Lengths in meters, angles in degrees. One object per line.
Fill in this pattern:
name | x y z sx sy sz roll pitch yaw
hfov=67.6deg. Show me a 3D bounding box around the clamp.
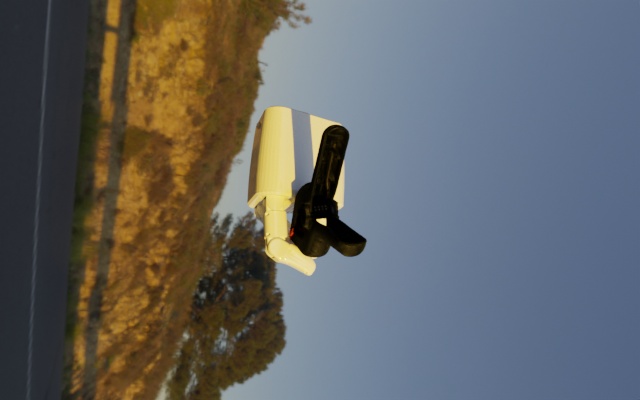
clamp | 0.001 0.002 0.479 0.039 0.120 0.171 5 -12 -19
